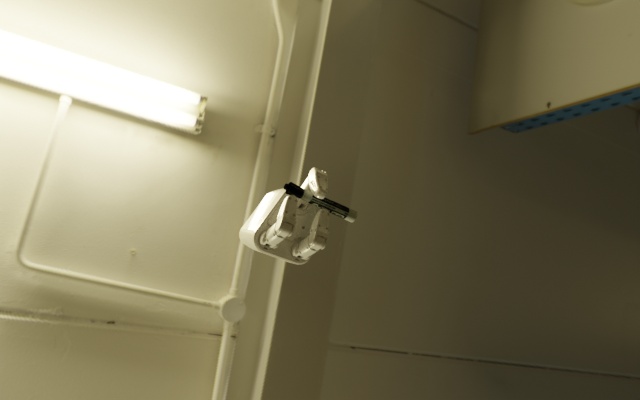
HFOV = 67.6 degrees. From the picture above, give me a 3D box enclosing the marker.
[{"bbox_3d":[0.000,0.002,0.705,0.121,0.020,0.020,24,-10,-22],"label":"marker"}]
